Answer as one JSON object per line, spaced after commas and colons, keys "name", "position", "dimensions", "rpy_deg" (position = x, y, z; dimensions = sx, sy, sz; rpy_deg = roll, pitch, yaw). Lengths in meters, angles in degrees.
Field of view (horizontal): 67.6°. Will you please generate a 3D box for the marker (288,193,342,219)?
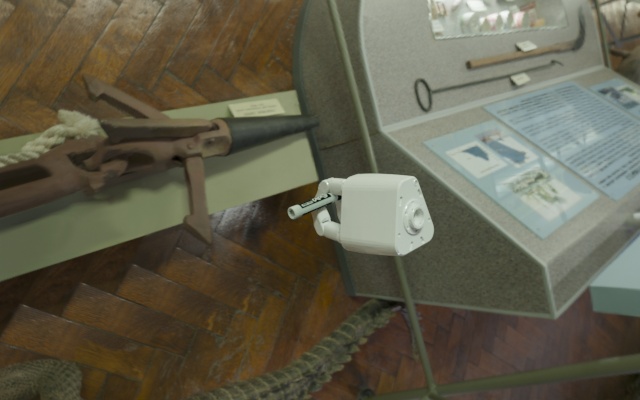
{"name": "marker", "position": [0.000, 0.002, 0.749], "dimensions": [0.121, 0.020, 0.020], "rpy_deg": [-21, 14, -40]}
